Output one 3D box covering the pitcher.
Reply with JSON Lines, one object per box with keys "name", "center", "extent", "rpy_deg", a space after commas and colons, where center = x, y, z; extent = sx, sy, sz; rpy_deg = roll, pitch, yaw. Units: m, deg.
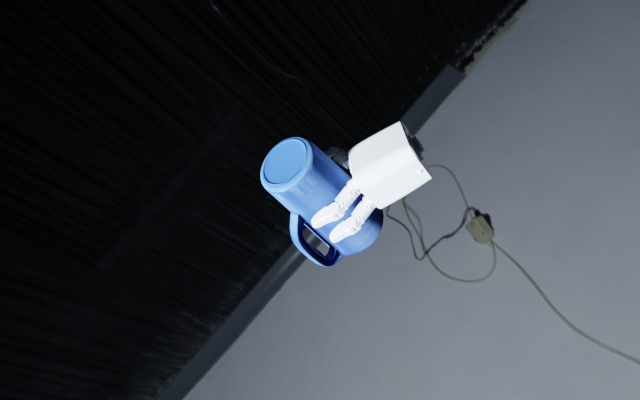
{"name": "pitcher", "center": [0.000, 0.003, 0.857], "extent": [0.145, 0.149, 0.243], "rpy_deg": [-30, -42, 18]}
